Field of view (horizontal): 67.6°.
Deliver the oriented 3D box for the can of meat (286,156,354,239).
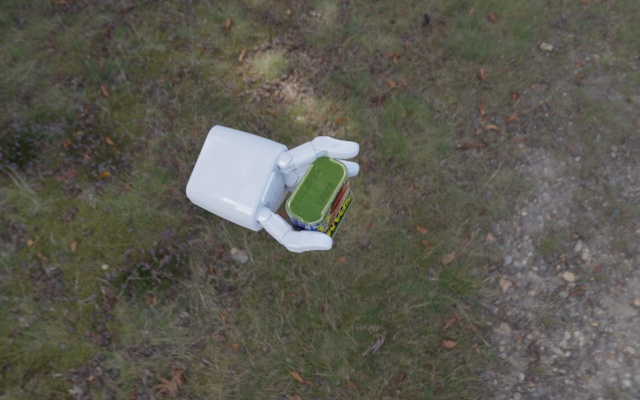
[{"bbox_3d":[0.000,0.002,0.634,0.057,0.102,0.084,24,-20,17],"label":"can of meat"}]
